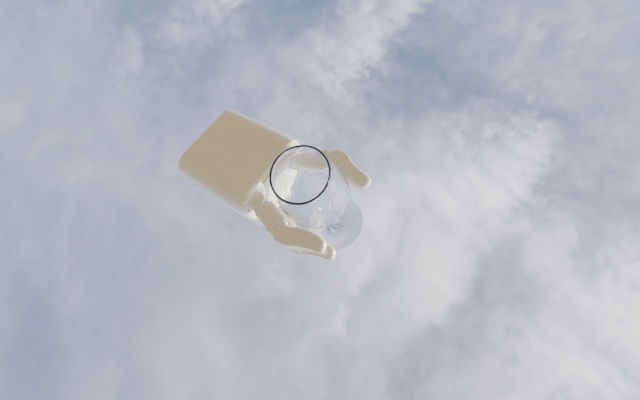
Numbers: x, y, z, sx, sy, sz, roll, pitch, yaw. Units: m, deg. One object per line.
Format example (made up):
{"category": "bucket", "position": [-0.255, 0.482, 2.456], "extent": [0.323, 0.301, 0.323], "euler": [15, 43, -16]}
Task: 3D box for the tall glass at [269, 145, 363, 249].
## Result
{"category": "tall glass", "position": [0.000, 0.002, 0.555], "extent": [0.079, 0.079, 0.201], "euler": [0, -16, 12]}
